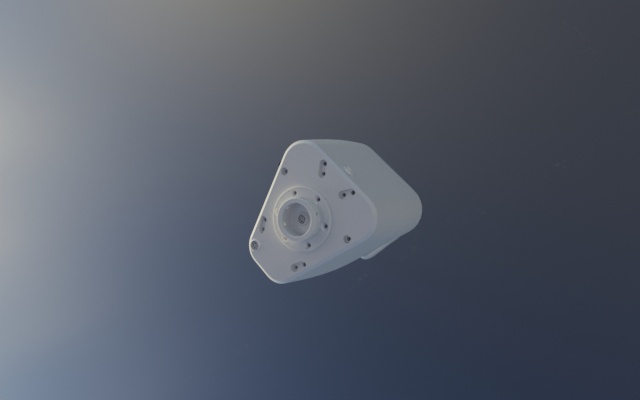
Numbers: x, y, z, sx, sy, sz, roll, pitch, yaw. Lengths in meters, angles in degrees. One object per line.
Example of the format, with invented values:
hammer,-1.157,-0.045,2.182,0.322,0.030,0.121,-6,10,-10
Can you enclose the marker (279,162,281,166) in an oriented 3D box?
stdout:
marker,0.000,0.002,0.478,0.121,0.020,0.020,46,17,17
